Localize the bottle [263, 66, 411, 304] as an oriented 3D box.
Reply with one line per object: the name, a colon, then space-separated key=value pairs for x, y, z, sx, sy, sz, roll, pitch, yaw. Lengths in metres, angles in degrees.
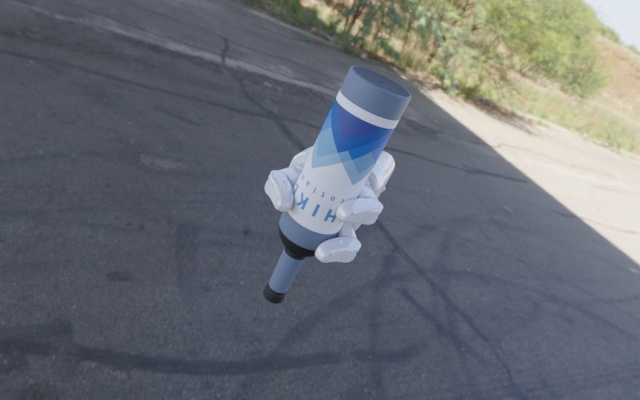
bottle: x=0.000 y=0.002 z=0.530 sx=0.069 sy=0.296 sz=0.069 roll=21 pitch=27 yaw=-11
